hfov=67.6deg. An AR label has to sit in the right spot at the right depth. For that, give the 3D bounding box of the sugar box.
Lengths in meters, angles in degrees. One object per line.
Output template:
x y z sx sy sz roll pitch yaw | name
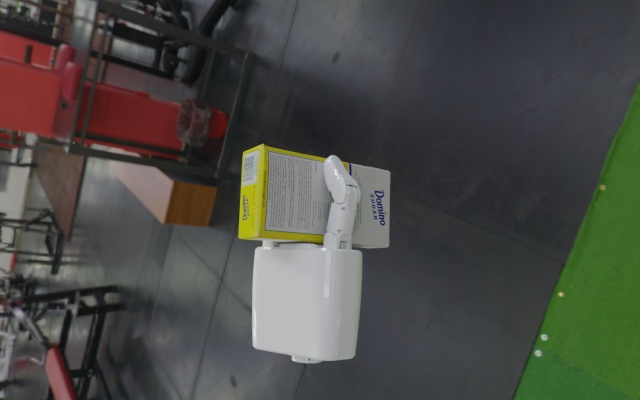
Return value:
0.000 0.002 0.521 0.176 0.093 0.048 9 -11 -39 | sugar box
